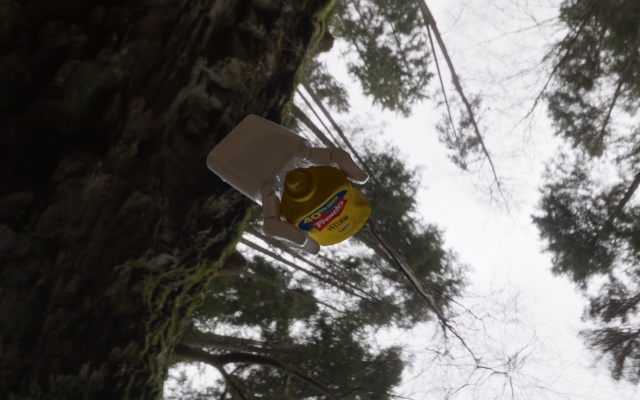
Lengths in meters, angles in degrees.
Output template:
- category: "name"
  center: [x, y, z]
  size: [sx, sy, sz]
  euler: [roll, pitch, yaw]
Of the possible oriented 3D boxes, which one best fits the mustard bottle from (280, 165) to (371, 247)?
- category: "mustard bottle"
  center: [0.000, 0.002, 0.633]
  size: [0.096, 0.058, 0.192]
  euler: [-36, -28, 7]
